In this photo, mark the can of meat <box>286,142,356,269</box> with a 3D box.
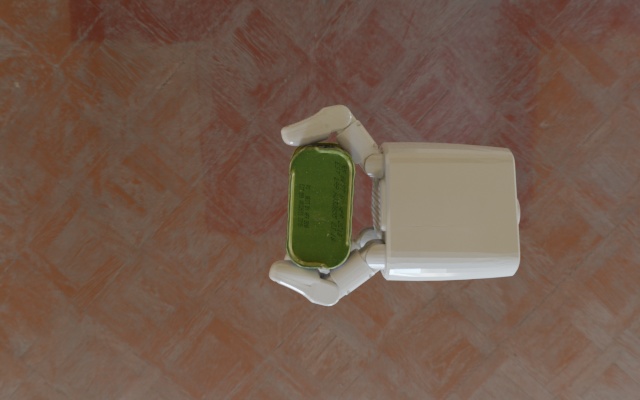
[{"bbox_3d":[0.000,0.001,0.408,0.057,0.102,0.084,2,8,-1],"label":"can of meat"}]
